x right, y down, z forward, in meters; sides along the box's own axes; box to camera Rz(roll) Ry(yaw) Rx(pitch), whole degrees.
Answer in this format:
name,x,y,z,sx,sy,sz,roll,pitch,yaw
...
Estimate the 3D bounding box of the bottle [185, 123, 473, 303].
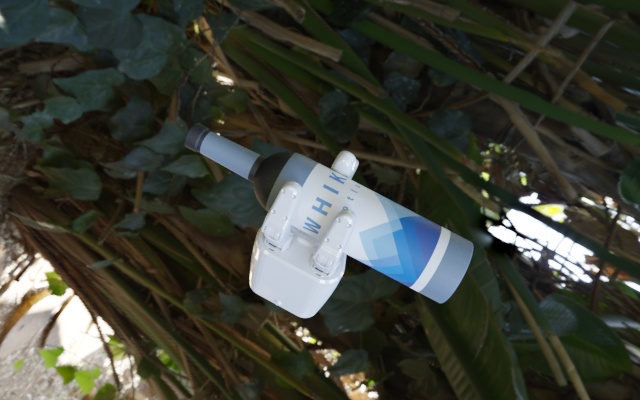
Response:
name,x,y,z,sx,sy,sz,roll,pitch,yaw
bottle,0.000,0.002,0.471,0.295,0.069,0.069,28,2,4
